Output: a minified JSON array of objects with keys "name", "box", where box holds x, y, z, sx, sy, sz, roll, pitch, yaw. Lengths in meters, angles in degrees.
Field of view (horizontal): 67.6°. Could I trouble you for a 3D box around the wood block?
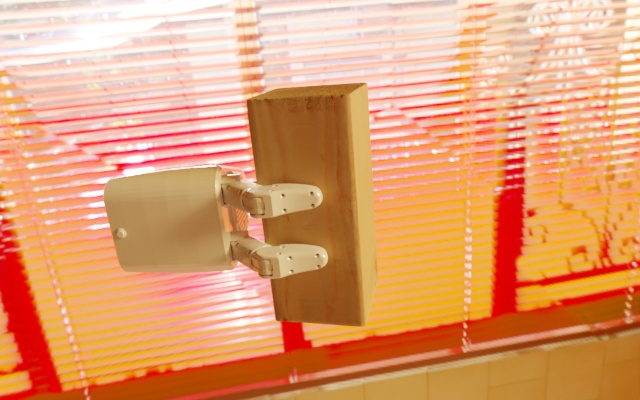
[{"name":"wood block","box":[0.000,0.001,0.446,0.090,0.206,0.090,0,20,14]}]
